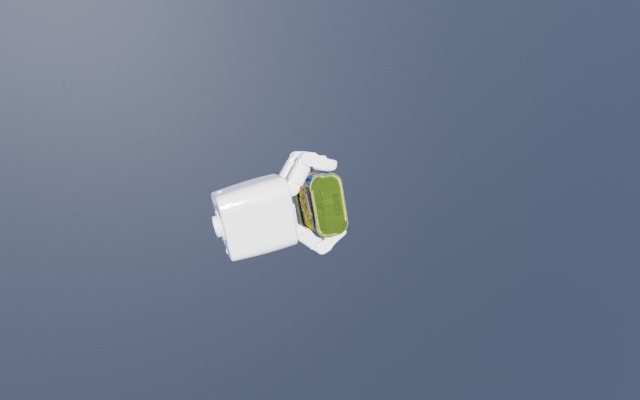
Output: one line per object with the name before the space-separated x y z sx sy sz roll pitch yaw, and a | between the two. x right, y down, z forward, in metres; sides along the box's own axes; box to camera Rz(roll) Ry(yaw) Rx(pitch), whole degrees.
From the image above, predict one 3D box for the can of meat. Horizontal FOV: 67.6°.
can of meat | 0.000 0.003 0.746 0.057 0.102 0.084 -14 12 -17
